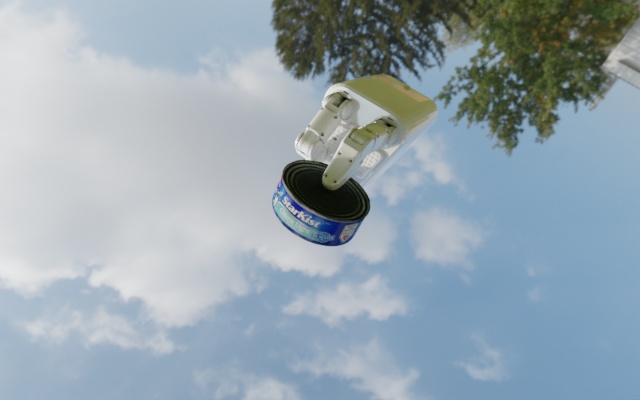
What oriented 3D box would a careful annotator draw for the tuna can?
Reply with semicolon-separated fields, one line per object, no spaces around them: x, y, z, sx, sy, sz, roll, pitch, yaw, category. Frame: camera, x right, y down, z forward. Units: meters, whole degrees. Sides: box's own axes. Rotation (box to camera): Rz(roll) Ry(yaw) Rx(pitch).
0.000;0.002;0.436;0.086;0.034;0.086;19;33;-13;tuna can
